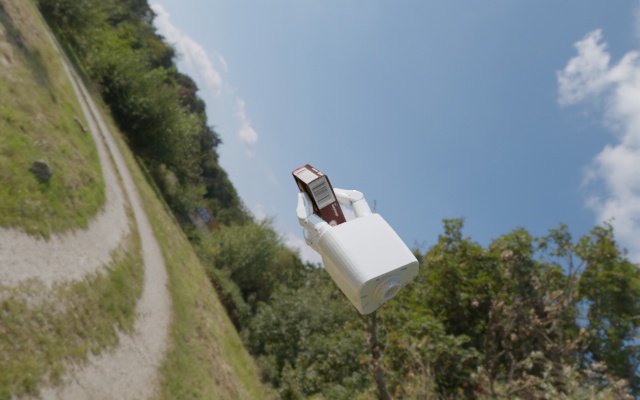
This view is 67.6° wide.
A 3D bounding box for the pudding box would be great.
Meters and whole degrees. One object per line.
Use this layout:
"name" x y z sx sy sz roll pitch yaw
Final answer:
"pudding box" 0.000 0.003 0.793 0.039 0.113 0.090 -27 23 -12
